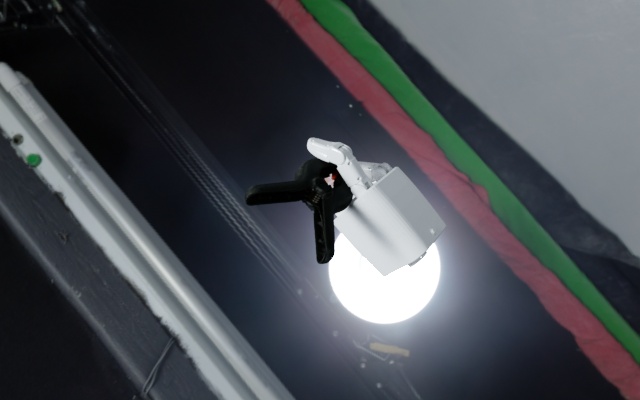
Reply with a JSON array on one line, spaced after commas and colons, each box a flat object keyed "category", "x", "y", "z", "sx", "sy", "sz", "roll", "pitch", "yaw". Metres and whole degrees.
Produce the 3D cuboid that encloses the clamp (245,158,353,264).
[{"category": "clamp", "x": 0.000, "y": 0.002, "z": 0.580, "sx": 0.171, "sy": 0.120, "sz": 0.039, "roll": -36, "pitch": -5, "yaw": -47}]
